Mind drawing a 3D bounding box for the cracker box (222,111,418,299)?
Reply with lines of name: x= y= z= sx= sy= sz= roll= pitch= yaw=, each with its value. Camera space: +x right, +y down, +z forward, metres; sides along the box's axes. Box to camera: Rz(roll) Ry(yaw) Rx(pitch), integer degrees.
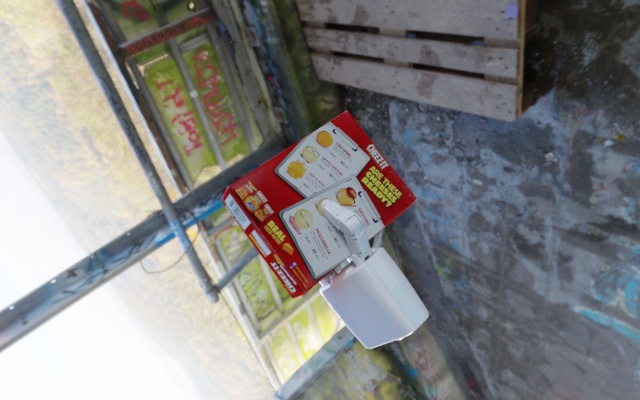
cracker box: x=0.000 y=0.002 z=0.651 sx=0.213 sy=0.164 sz=0.072 roll=-36 pitch=-2 yaw=-26
